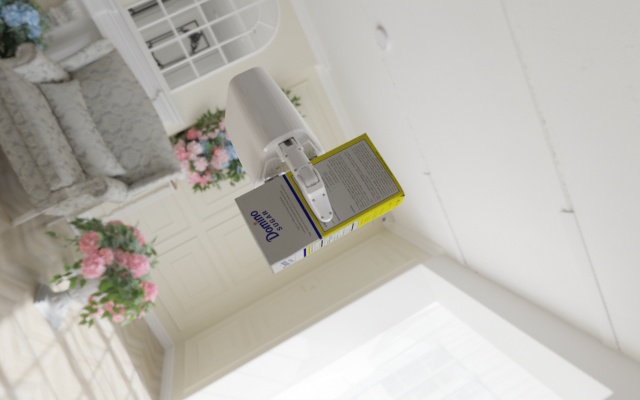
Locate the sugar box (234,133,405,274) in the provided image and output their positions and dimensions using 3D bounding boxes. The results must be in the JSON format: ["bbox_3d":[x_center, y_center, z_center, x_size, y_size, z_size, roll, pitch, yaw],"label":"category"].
[{"bbox_3d":[0.000,0.002,0.558,0.176,0.093,0.048,-28,-19,-9],"label":"sugar box"}]
